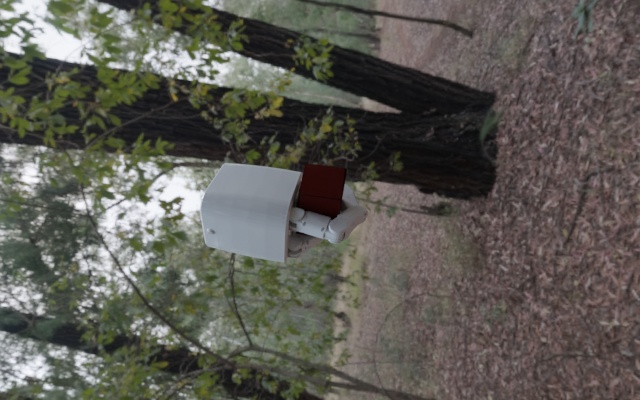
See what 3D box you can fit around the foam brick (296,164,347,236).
[{"bbox_3d":[0.000,0.002,0.582,0.051,0.053,0.078,10,-42,3],"label":"foam brick"}]
